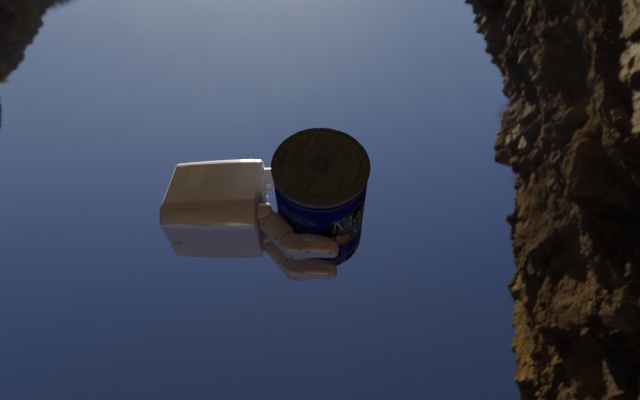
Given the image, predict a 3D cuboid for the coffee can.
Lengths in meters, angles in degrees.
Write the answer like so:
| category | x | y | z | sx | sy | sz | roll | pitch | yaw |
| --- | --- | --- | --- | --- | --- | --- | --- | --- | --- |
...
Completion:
| category | x | y | z | sx | sy | sz | roll | pitch | yaw |
| --- | --- | --- | --- | --- | --- | --- | --- | --- | --- |
| coffee can | 0.000 | 0.002 | 0.547 | 0.103 | 0.102 | 0.140 | 0 | -34 | 0 |
